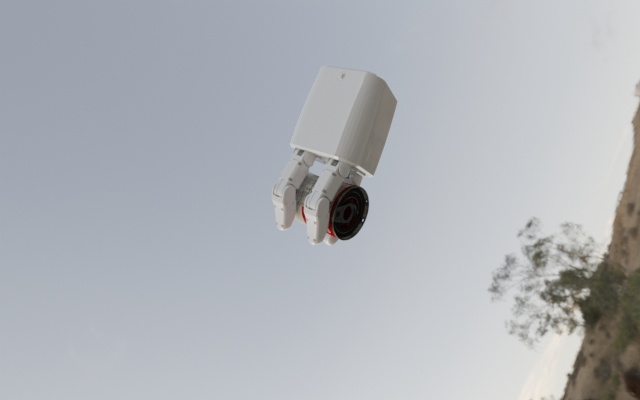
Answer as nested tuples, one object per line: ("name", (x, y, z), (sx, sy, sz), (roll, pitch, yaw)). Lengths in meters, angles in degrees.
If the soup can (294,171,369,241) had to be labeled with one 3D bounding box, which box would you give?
("soup can", (0.000, 0.002, 0.599), (0.102, 0.068, 0.068), (20, 13, 38))
